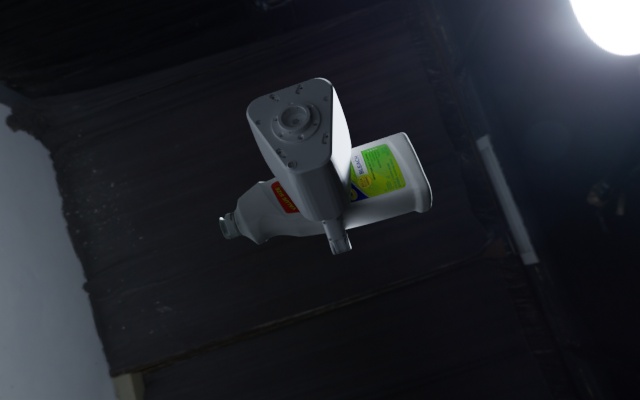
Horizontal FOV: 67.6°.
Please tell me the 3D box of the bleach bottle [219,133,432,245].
[{"bbox_3d":[0.000,0.002,0.588,0.251,0.102,0.068,-19,-27,2],"label":"bleach bottle"}]
